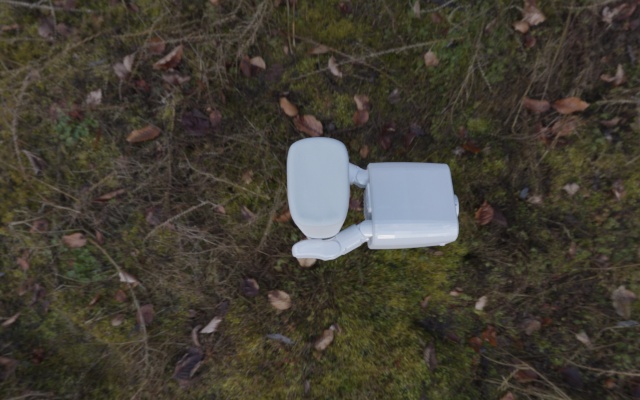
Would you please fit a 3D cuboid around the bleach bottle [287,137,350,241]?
[{"bbox_3d":[0.000,0.002,0.630,0.068,0.102,0.251,-1,-10,1],"label":"bleach bottle"}]
